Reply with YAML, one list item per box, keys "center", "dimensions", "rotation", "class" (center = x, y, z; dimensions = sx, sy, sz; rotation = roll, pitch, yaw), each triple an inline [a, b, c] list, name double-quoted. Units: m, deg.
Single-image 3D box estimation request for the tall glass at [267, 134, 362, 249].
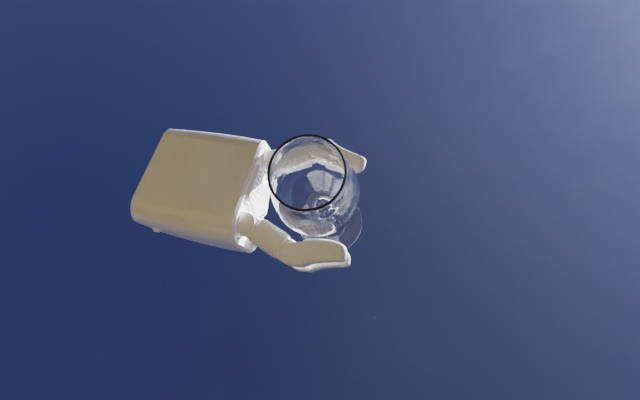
- center: [0.000, 0.002, 0.460]
  dimensions: [0.079, 0.079, 0.201]
  rotation: [0, -14, 6]
  class: "tall glass"
